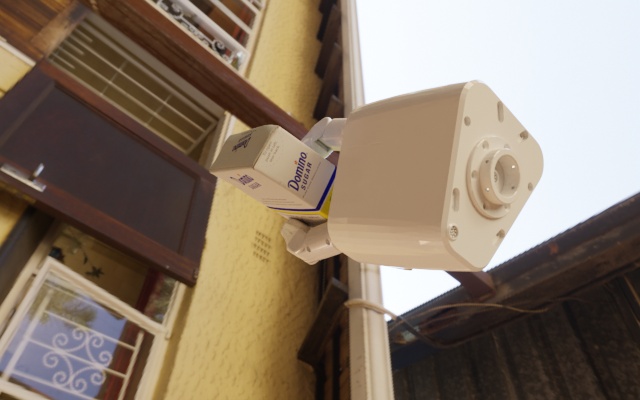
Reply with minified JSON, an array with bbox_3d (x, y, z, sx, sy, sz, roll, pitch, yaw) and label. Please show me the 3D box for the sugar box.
[{"bbox_3d":[0.000,0.001,0.418,0.176,0.048,0.093,36,-18,-28],"label":"sugar box"}]
